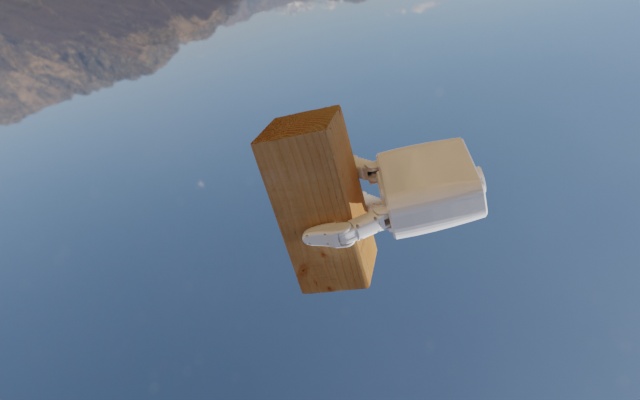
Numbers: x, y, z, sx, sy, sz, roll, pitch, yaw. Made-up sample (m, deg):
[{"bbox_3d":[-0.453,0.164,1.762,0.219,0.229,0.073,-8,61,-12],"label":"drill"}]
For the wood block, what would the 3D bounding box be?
[{"bbox_3d":[0.000,0.002,0.582,0.090,0.206,0.090,-8,25,18],"label":"wood block"}]
